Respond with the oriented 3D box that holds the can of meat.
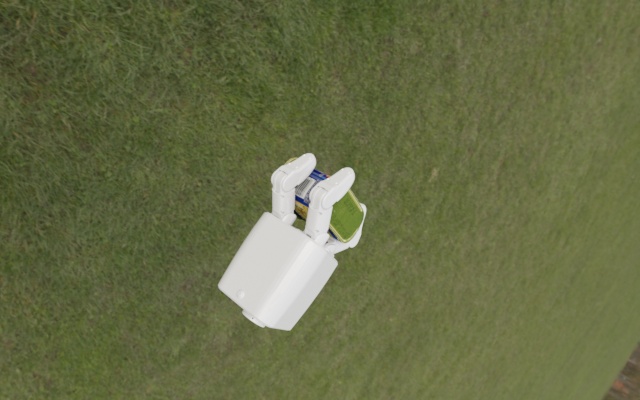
[{"bbox_3d":[0.000,0.002,0.601,0.084,0.057,0.102,29,-14,35],"label":"can of meat"}]
